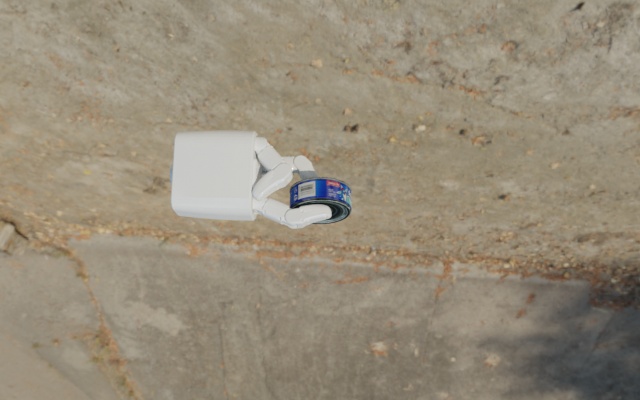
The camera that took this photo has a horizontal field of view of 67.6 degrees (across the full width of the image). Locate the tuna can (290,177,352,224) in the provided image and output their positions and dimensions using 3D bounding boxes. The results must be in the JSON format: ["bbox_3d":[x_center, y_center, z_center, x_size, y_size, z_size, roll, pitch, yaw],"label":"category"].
[{"bbox_3d":[0.000,0.003,0.654,0.086,0.033,0.086,0,-25,0],"label":"tuna can"}]
